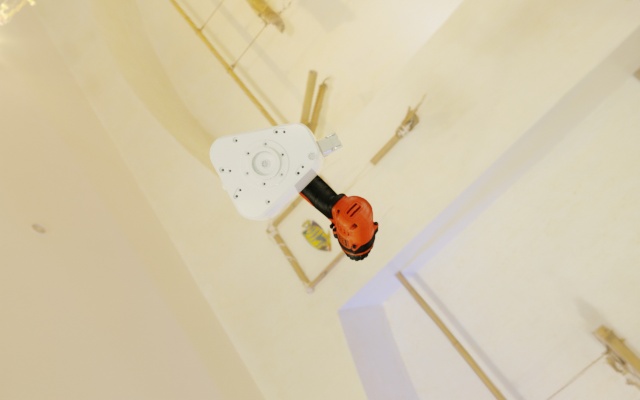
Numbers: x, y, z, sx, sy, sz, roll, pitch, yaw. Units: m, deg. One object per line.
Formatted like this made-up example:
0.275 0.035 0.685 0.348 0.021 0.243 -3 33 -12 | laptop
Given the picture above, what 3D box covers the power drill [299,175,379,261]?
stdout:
0.000 0.002 0.665 0.187 0.057 0.184 39 -15 18 | power drill
